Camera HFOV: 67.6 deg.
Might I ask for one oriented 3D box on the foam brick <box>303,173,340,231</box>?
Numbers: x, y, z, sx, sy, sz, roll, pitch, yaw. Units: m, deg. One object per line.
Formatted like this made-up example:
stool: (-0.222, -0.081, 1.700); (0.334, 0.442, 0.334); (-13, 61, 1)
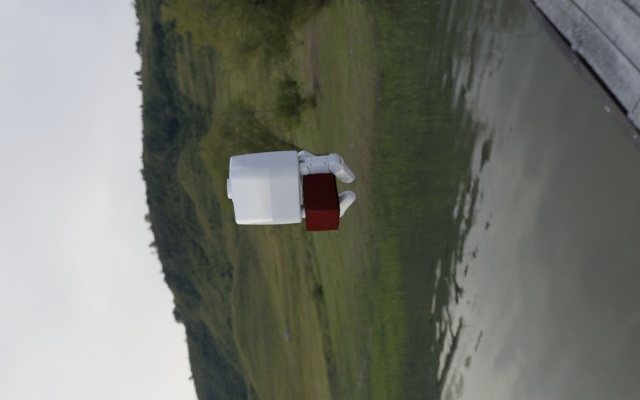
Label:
foam brick: (0.000, 0.003, 0.742); (0.051, 0.078, 0.053); (-3, -42, -5)
